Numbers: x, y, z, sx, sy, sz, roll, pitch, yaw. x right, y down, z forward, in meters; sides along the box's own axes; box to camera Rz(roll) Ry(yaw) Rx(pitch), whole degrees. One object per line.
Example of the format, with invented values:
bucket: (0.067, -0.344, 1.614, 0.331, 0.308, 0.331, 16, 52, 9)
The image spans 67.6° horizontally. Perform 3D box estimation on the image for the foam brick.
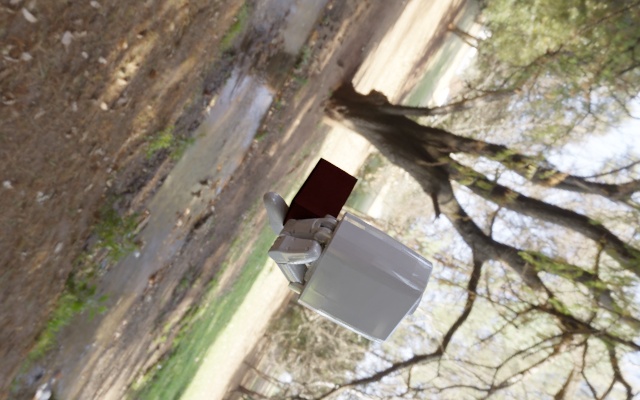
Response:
foam brick: (0.000, 0.001, 0.544, 0.051, 0.078, 0.053, 29, -38, 3)
